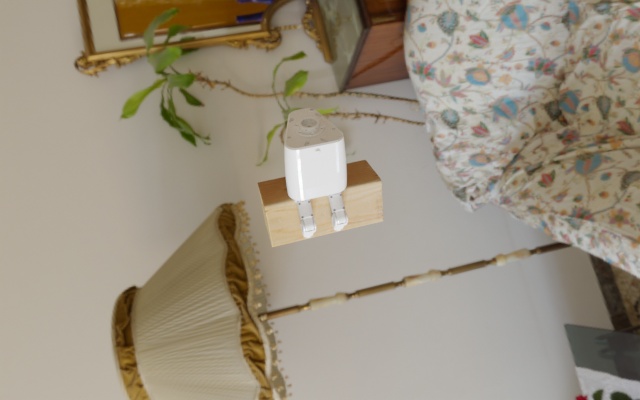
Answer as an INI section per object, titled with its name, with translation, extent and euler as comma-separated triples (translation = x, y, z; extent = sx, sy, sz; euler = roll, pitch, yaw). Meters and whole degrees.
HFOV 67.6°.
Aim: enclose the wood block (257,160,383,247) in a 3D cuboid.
[wood block]
translation = 0.000, 0.002, 0.861
extent = 0.206, 0.090, 0.090
euler = -12, 32, -9
